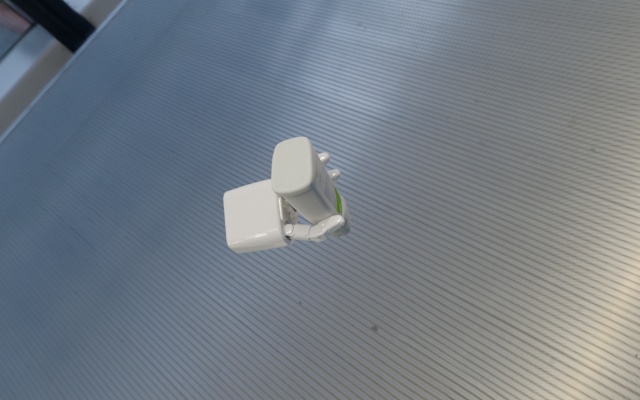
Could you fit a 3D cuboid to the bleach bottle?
[{"bbox_3d":[0.000,0.003,0.810,0.068,0.102,0.251,-12,-33,17],"label":"bleach bottle"}]
